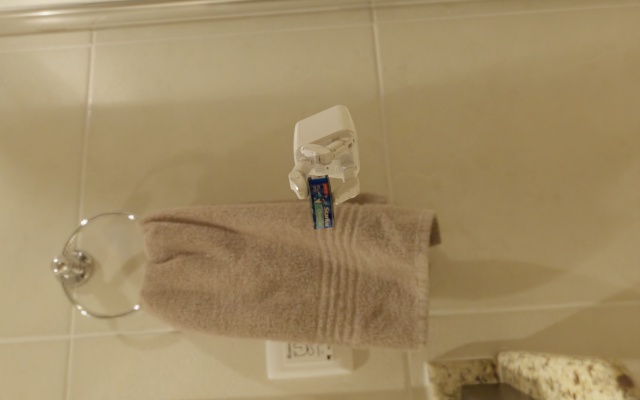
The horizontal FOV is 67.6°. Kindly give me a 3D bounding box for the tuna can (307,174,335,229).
[{"bbox_3d":[0.000,0.003,0.762,0.034,0.086,0.086,-7,0,-3],"label":"tuna can"}]
